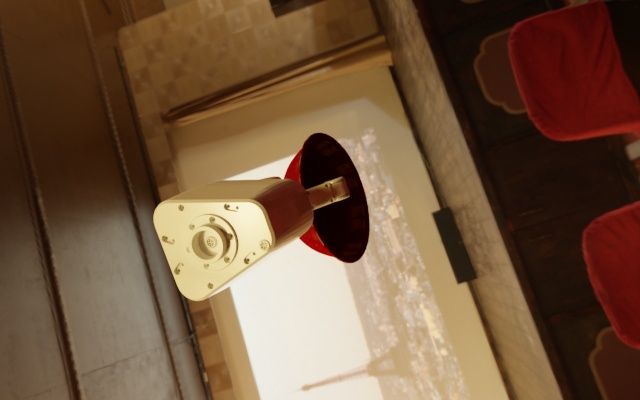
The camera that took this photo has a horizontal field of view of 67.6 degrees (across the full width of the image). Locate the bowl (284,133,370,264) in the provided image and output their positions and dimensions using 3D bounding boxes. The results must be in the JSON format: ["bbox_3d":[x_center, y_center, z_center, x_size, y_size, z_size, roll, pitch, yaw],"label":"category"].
[{"bbox_3d":[0.000,0.002,0.586,0.055,0.162,0.162,-17,-8,29],"label":"bowl"}]
